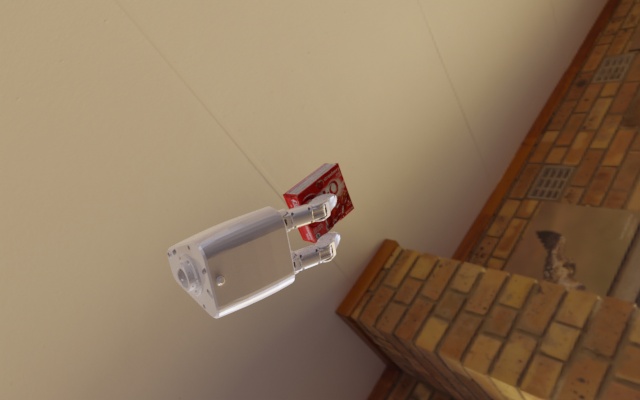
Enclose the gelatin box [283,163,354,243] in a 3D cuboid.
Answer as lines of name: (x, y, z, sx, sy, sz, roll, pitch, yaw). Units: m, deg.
gelatin box: (0.000, 0.002, 0.639, 0.030, 0.073, 0.089, 5, 35, 45)
